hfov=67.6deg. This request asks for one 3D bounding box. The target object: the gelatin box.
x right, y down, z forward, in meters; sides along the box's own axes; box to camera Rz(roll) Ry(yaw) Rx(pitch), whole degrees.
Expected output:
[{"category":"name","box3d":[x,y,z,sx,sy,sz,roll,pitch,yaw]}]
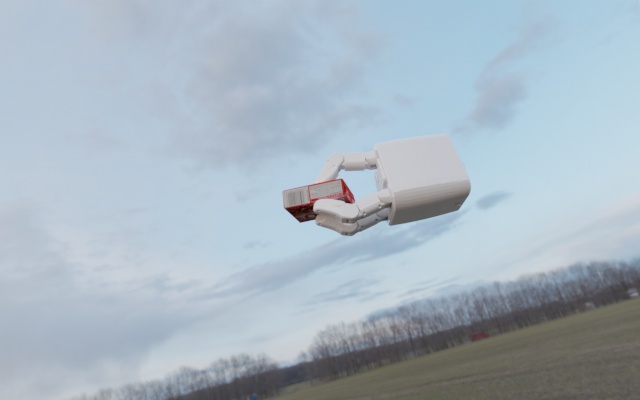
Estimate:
[{"category":"gelatin box","box3d":[0.000,0.002,0.670,0.089,0.030,0.073,-11,-21,12]}]
